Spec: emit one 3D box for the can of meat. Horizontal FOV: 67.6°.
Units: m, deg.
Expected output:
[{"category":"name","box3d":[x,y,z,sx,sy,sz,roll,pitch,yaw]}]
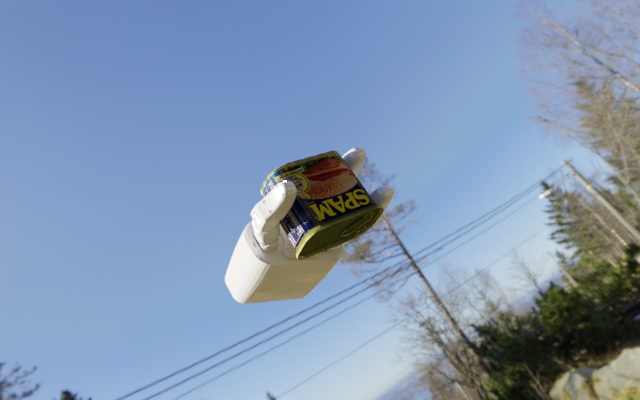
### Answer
[{"category":"can of meat","box3d":[0.000,0.001,0.496,0.102,0.084,0.057,-18,-27,-34]}]
